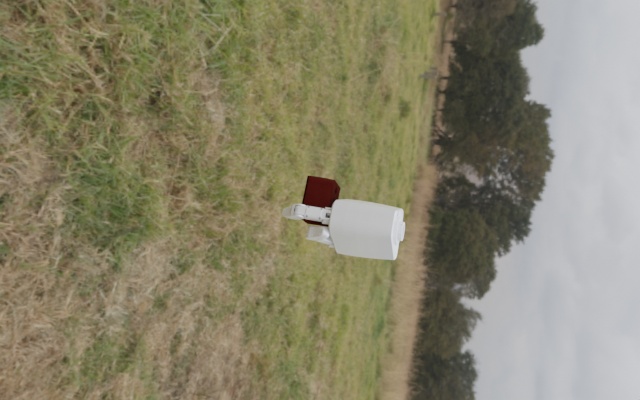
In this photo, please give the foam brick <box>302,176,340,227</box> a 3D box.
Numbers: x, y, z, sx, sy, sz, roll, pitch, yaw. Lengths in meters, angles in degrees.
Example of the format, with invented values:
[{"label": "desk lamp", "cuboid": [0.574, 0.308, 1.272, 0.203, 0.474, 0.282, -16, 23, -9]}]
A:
[{"label": "foam brick", "cuboid": [0.000, 0.002, 0.844, 0.051, 0.078, 0.053, 7, -13, 17]}]
